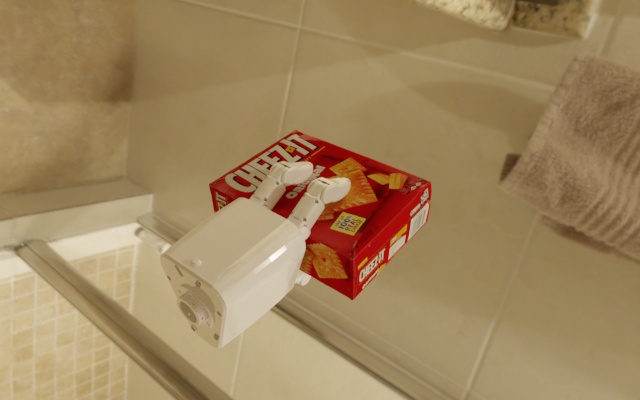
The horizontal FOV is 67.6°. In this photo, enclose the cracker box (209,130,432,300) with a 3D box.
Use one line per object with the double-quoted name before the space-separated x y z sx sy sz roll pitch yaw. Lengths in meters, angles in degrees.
"cracker box" 0.000 0.002 0.574 0.213 0.072 0.164 25 45 30
